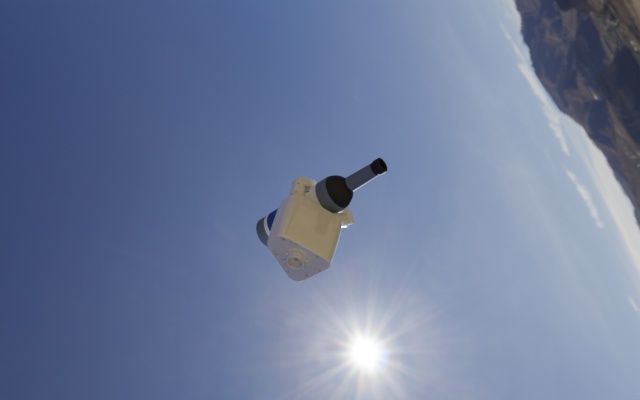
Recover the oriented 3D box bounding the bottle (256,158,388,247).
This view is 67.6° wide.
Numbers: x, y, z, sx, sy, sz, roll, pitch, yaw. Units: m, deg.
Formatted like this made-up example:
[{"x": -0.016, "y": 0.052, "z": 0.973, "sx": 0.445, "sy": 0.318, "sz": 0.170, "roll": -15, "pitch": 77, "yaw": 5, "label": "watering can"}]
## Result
[{"x": 0.000, "y": 0.003, "z": 0.891, "sx": 0.296, "sy": 0.069, "sz": 0.069, "roll": -31, "pitch": -18, "yaw": 33, "label": "bottle"}]
